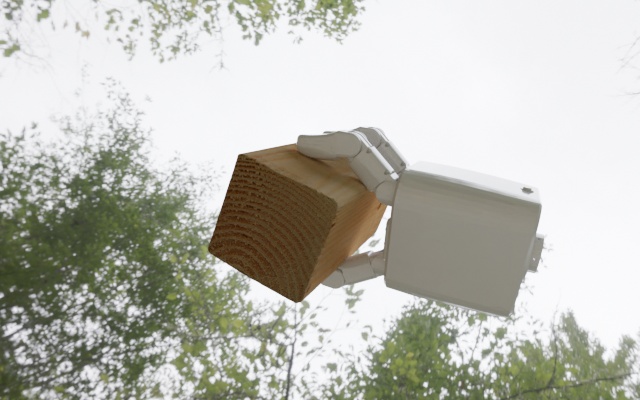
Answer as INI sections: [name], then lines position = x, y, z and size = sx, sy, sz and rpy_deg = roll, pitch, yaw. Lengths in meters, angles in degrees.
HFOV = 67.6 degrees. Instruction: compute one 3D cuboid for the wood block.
[wood block]
position = 0.000, 0.002, 0.448
size = 0.090, 0.091, 0.206
rpy_deg = 27, 20, 16
